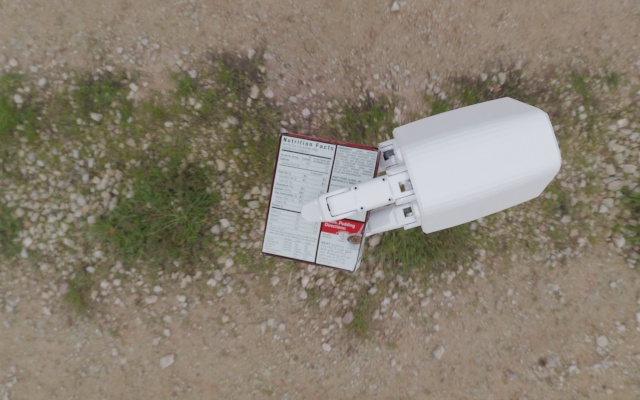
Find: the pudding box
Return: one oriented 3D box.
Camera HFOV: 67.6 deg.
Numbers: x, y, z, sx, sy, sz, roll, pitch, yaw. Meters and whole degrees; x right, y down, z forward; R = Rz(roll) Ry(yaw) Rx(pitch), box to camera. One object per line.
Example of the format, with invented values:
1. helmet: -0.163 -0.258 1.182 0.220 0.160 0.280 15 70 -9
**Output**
1. pudding box: 0.000 0.001 0.427 0.090 0.113 0.039 11 4 8
